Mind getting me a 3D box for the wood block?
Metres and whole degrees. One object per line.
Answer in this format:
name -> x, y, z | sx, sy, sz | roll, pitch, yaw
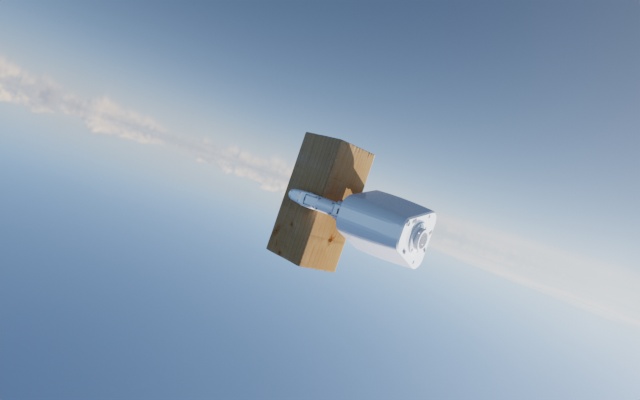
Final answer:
wood block -> 0.000, 0.003, 0.789 | 0.091, 0.206, 0.090 | 18, 2, -44
